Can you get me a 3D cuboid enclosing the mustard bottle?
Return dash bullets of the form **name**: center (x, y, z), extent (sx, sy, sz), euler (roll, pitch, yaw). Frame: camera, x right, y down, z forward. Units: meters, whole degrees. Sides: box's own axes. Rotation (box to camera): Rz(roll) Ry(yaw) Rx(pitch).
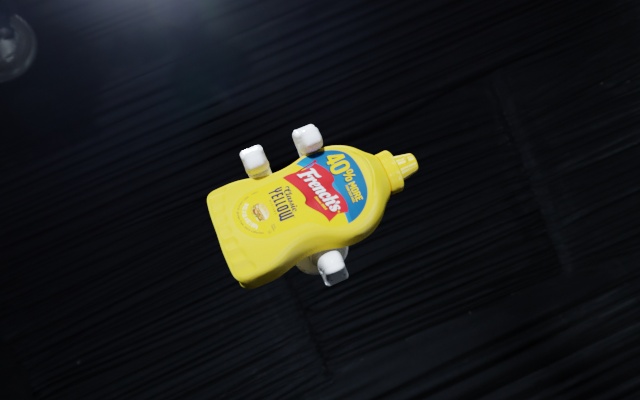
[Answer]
- **mustard bottle**: center (0.000, 0.001, 0.439), extent (0.191, 0.096, 0.058), euler (-23, -29, -5)
